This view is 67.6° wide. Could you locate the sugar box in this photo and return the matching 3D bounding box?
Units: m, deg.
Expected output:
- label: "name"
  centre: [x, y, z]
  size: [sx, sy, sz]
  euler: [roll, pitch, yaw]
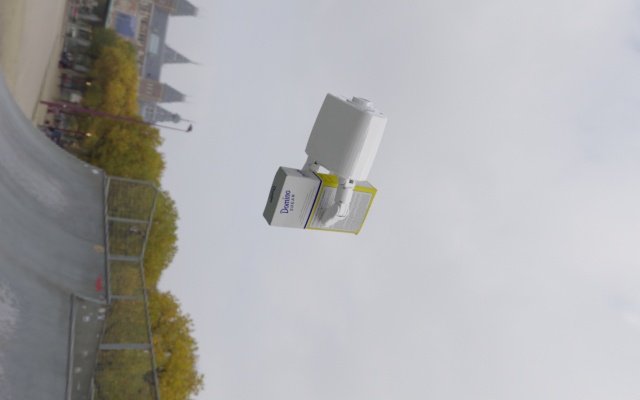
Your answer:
- label: "sugar box"
  centre: [0.000, 0.002, 0.798]
  size: [0.176, 0.093, 0.048]
  euler: [10, 22, -29]
